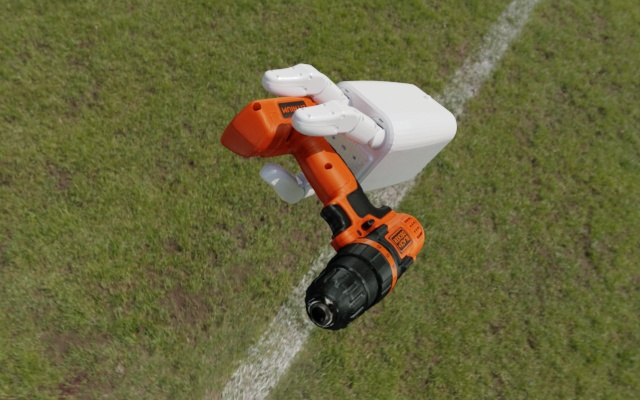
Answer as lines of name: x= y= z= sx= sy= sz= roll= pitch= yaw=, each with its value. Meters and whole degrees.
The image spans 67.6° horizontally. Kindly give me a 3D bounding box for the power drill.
power drill: x=0.000 y=0.001 z=0.403 sx=0.057 sy=0.187 sz=0.184 roll=-40 pitch=-7 yaw=29
